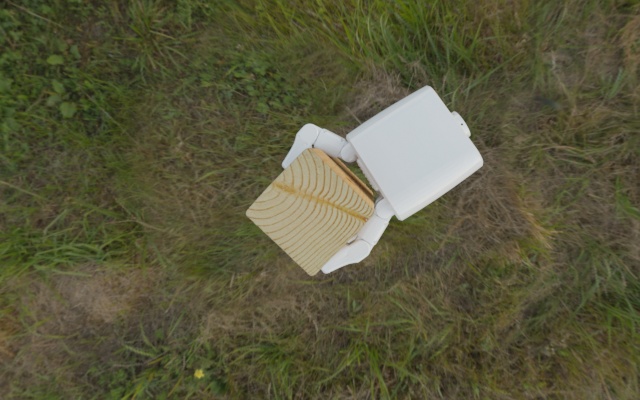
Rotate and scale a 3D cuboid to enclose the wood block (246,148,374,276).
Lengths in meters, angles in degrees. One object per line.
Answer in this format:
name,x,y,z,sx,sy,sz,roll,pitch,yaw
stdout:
wood block,0.000,0.001,0.546,0.091,0.090,0.206,44,8,1
